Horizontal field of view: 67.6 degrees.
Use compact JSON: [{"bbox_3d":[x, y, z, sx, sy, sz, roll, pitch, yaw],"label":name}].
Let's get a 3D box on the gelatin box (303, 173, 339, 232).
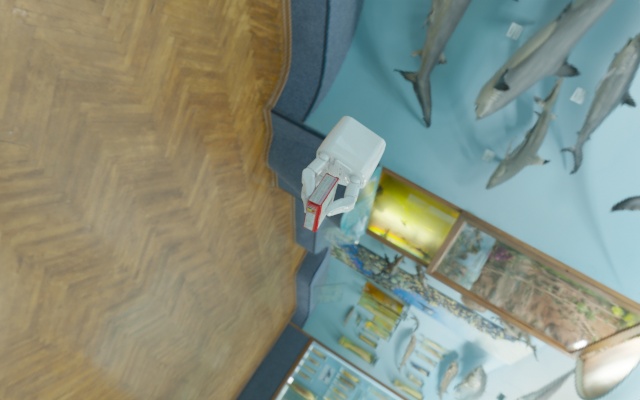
[{"bbox_3d":[0.000,0.003,0.894,0.030,0.073,0.089,23,47,10],"label":"gelatin box"}]
